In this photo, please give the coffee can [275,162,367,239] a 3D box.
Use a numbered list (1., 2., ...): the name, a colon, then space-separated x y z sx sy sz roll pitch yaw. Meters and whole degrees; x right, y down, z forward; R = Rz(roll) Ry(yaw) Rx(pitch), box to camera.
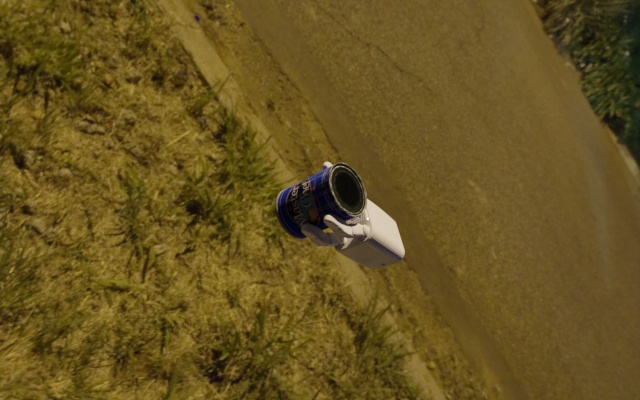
1. coffee can: 0.000 0.003 0.885 0.140 0.102 0.103 -25 -16 38
